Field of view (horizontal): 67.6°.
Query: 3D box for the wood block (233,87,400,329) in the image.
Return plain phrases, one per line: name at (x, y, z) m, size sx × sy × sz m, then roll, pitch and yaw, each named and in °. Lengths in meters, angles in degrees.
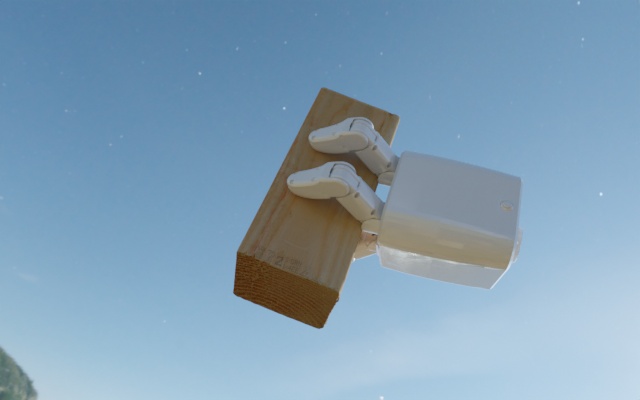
wood block at (0.000, 0.002, 0.460) m, size 0.090 × 0.206 × 0.091 m, roll 21°, pitch -35°, yaw 3°
